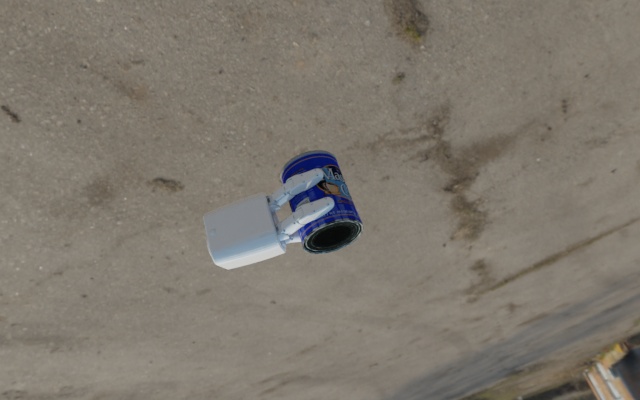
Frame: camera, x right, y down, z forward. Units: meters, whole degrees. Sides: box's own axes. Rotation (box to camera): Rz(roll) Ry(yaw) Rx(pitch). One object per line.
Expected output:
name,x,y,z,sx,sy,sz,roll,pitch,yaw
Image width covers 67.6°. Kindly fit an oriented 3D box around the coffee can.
coffee can,0.000,0.002,0.791,0.103,0.140,0.103,-15,-30,-9
